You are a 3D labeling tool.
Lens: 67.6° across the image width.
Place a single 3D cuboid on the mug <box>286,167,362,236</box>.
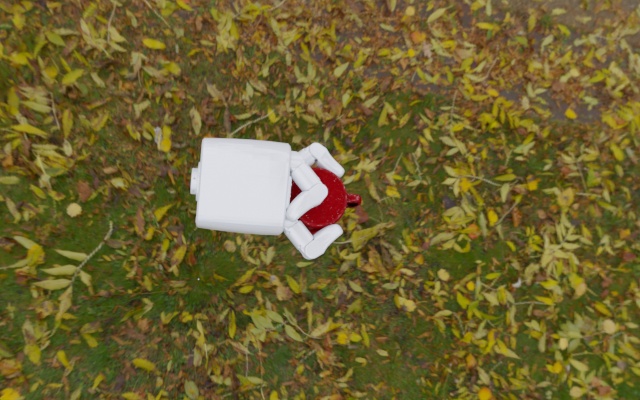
[{"bbox_3d":[0.002,0.002,0.660,0.117,0.093,0.081,2,-9,-13],"label":"mug"}]
